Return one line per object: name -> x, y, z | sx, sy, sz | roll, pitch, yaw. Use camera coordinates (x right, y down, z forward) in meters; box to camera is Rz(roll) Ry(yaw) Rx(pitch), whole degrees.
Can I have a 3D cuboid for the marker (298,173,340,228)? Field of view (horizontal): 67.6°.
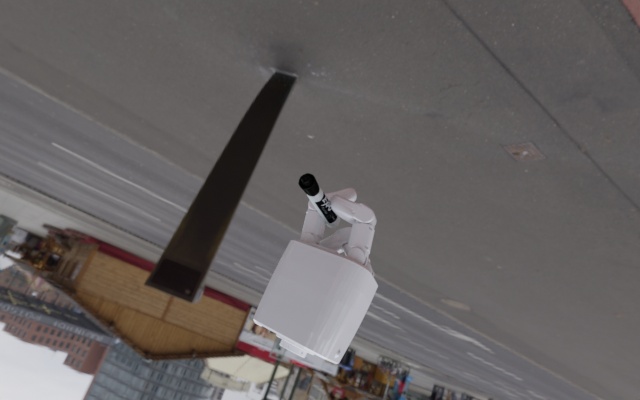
marker -> 0.000, 0.002, 0.548 | 0.020, 0.020, 0.121 | 0, -23, 16
